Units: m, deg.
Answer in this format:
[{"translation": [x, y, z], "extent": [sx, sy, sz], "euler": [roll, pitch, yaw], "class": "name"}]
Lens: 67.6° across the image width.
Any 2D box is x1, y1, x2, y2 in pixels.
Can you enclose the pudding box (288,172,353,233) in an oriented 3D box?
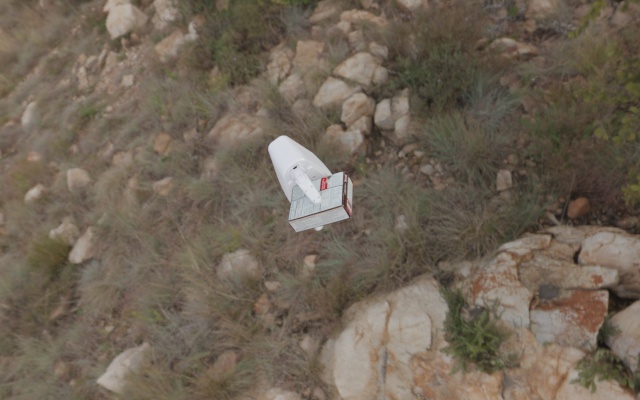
[{"translation": [0.000, 0.003, 0.861], "extent": [0.113, 0.090, 0.039], "euler": [-18, -47, 23], "class": "pudding box"}]
